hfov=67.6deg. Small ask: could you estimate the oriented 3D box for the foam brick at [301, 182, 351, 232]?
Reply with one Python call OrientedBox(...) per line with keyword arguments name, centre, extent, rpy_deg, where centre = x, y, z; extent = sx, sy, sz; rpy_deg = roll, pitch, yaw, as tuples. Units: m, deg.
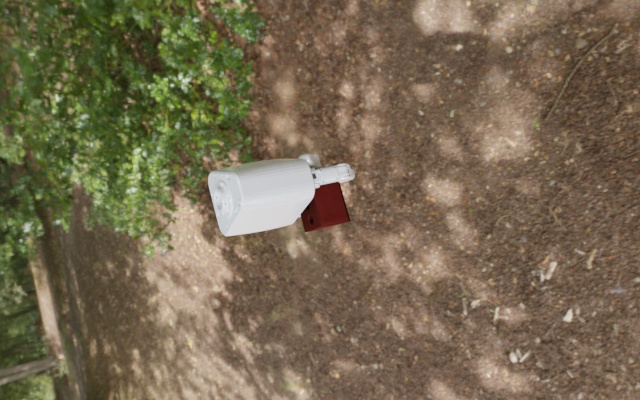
OrientedBox(name="foam brick", centre=(0.000, 0.003, 0.696), extent=(0.051, 0.078, 0.053), rpy_deg=(-12, -7, -33))
